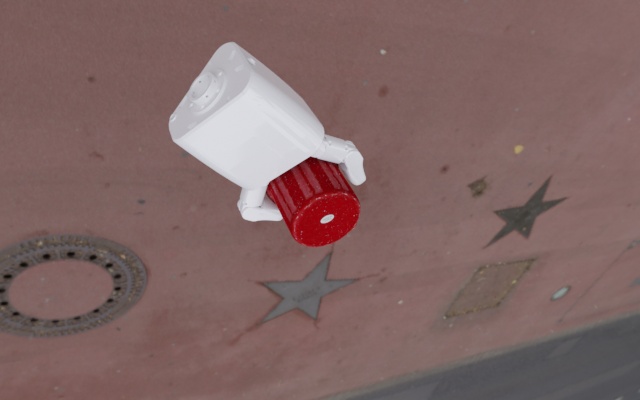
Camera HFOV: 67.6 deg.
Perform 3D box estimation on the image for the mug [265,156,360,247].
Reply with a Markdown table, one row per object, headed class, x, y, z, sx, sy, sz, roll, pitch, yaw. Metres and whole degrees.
| class | x | y | z | sx | sy | sz | roll | pitch | yaw |
| --- | --- | --- | --- | --- | --- | --- | --- | --- | --- |
| mug | 0.001 | 0.003 | 0.541 | 0.117 | 0.093 | 0.081 | 32 | 20 | -44 |
